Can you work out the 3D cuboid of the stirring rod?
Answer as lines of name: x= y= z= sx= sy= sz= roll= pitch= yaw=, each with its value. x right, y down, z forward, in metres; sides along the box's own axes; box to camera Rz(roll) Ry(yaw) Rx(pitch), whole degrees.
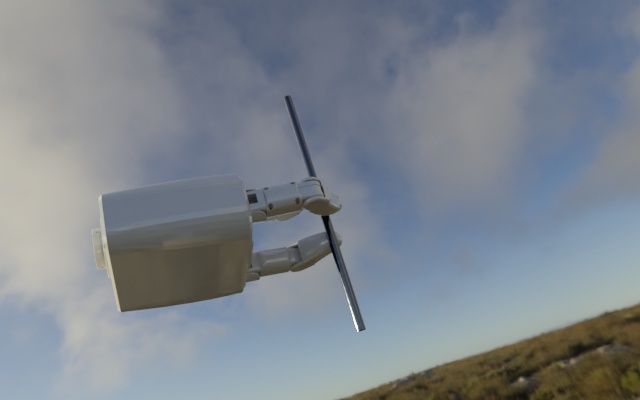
stirring rod: x=0.000 y=0.002 z=0.440 sx=0.011 sy=0.239 sz=0.011 roll=-15 pitch=-23 yaw=-6
